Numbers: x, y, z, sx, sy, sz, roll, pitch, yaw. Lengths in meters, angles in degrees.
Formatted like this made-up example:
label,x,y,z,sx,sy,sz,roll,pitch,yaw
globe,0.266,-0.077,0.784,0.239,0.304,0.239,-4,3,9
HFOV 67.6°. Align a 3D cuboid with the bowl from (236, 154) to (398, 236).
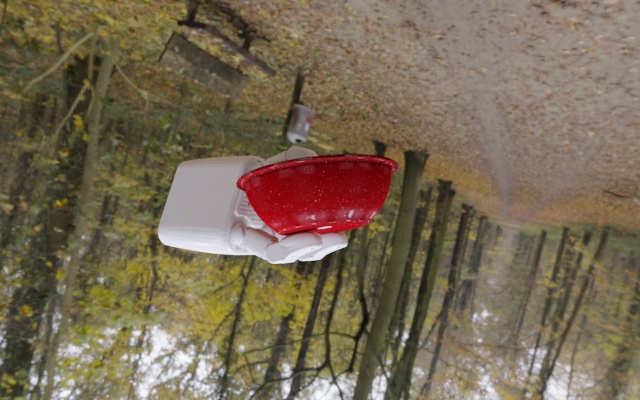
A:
label,x,y,z,sx,sy,sz,roll,pitch,yaw
bowl,0.001,0.002,0.472,0.162,0.055,0.162,-7,-10,-1
